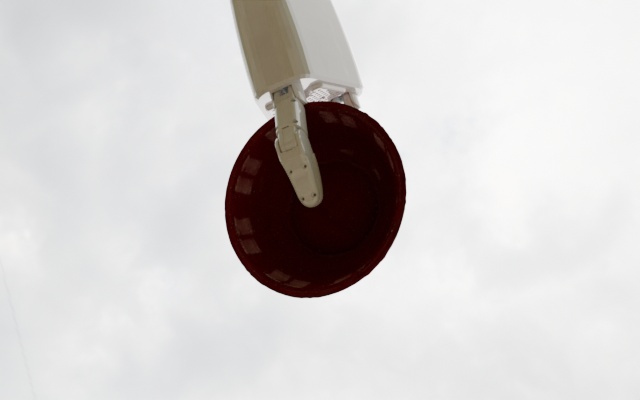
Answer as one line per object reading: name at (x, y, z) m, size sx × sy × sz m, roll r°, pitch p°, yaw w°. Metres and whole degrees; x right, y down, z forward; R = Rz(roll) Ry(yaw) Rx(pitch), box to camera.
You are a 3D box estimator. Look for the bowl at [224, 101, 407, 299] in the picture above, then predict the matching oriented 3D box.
bowl at (0.000, 0.003, 0.407) m, size 0.162 × 0.162 × 0.055 m, roll 0°, pitch -11°, yaw 24°
